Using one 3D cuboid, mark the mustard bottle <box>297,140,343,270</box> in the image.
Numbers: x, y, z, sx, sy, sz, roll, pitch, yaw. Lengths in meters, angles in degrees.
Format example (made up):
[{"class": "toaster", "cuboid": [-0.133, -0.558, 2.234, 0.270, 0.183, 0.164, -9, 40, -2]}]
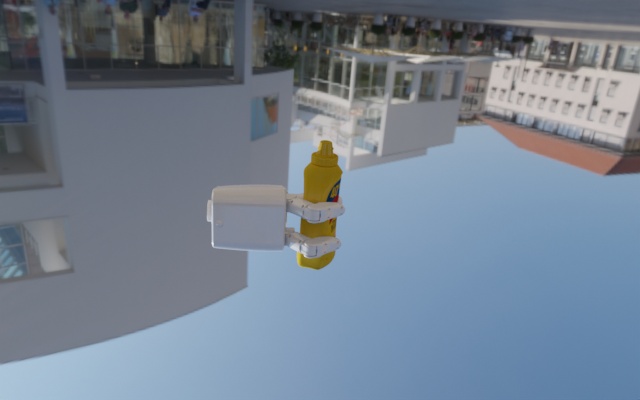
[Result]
[{"class": "mustard bottle", "cuboid": [0.000, 0.003, 0.733, 0.058, 0.192, 0.096, 10, 21, 15]}]
